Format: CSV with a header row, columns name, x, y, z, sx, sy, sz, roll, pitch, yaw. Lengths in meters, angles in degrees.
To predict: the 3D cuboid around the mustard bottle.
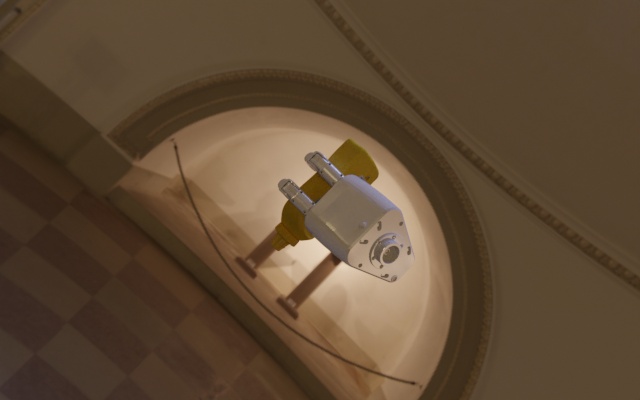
name,x,y,z,sx,sy,sz,roll,pitch,yaw
mustard bottle,0.000,0.002,0.708,0.058,0.191,0.096,43,-4,29
